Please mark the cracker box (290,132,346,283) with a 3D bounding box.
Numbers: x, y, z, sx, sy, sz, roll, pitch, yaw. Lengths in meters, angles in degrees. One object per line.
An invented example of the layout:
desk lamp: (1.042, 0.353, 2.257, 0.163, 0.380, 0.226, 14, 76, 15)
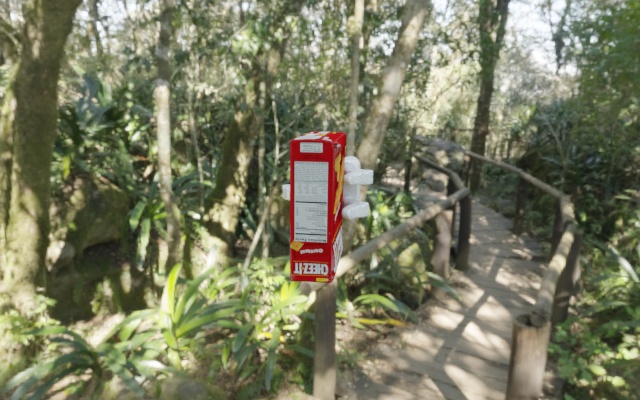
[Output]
cracker box: (0.000, 0.002, 0.761, 0.072, 0.214, 0.164, 2, 12, 8)
